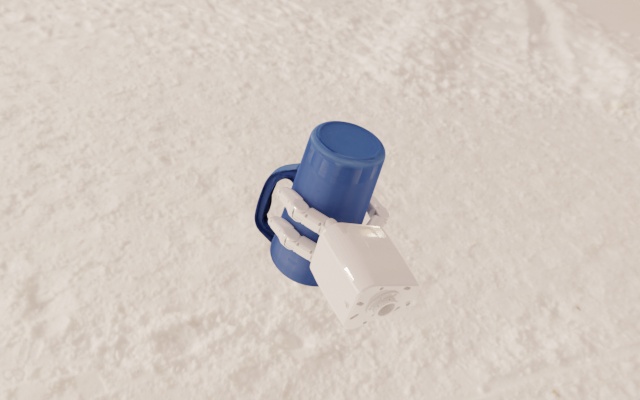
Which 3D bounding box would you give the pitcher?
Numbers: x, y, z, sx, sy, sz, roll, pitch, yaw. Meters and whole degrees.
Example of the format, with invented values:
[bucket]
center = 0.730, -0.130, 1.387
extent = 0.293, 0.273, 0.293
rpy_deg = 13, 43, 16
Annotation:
[pitcher]
center = 0.000, 0.002, 0.722
extent = 0.149, 0.243, 0.145
rpy_deg = -5, 45, -27
